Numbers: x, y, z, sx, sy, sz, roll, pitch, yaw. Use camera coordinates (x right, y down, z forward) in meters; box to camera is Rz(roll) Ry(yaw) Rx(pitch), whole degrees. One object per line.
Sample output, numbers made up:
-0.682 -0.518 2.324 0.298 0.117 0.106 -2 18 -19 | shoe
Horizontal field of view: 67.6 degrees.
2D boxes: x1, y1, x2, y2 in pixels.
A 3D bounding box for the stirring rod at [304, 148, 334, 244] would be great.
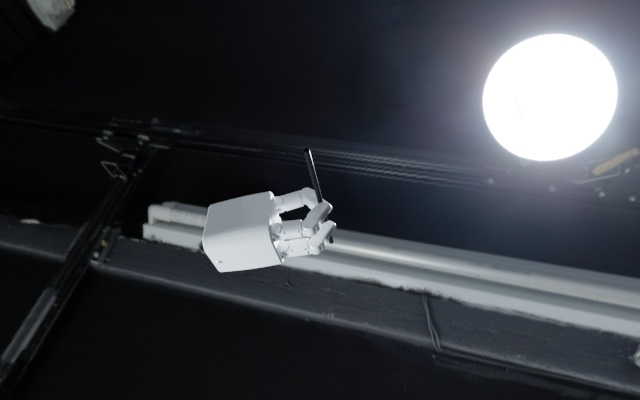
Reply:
0.000 0.002 0.734 0.011 0.011 0.240 0 -35 11 | stirring rod
